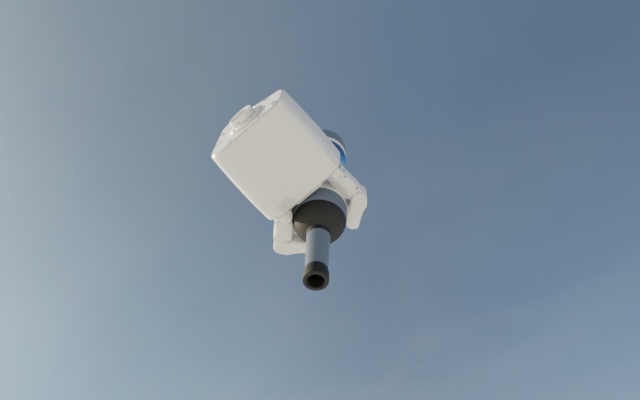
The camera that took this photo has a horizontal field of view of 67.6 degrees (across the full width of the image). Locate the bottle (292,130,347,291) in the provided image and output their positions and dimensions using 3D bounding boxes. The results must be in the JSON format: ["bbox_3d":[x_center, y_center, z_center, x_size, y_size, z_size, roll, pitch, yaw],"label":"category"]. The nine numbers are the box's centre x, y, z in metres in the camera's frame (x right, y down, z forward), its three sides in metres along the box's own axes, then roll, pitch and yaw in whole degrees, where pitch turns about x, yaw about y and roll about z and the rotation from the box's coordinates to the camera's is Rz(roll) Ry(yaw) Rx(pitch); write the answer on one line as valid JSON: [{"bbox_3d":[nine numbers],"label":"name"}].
[{"bbox_3d":[0.000,0.002,0.610,0.069,0.069,0.295,0,33,2],"label":"bottle"}]
